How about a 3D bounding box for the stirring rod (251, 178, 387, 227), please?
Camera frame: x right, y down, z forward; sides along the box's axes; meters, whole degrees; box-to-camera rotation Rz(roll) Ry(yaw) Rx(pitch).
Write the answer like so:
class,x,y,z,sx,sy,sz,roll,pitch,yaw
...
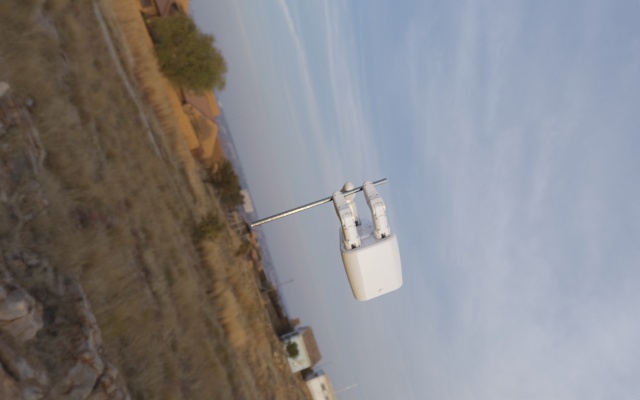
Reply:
class,x,y,z,sx,sy,sz,roll,pitch,yaw
stirring rod,0.000,0.003,0.799,0.239,0.011,0.011,-18,3,-9
